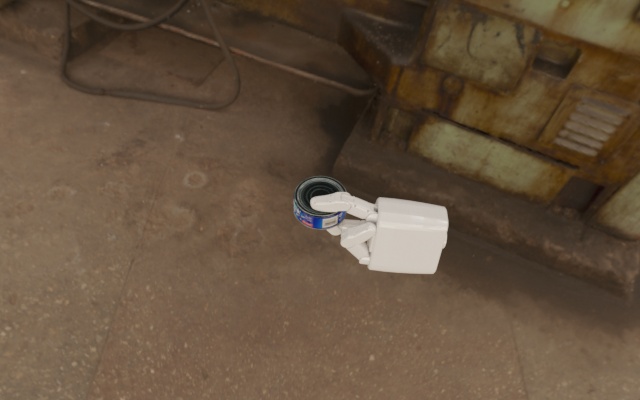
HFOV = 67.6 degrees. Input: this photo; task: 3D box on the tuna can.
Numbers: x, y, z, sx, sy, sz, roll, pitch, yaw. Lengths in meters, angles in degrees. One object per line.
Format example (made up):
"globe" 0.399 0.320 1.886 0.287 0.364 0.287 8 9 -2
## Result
"tuna can" 0.000 0.002 0.748 0.086 0.086 0.034 0 -40 -3
